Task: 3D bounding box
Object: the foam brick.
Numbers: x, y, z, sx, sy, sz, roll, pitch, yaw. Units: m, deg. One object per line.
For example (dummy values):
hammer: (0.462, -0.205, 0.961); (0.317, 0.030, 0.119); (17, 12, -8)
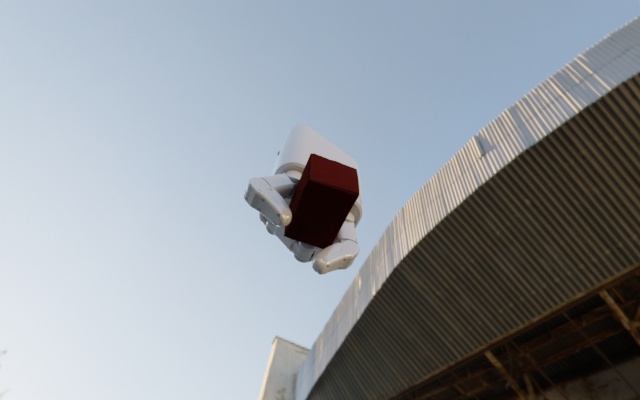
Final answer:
foam brick: (0.000, 0.001, 0.485); (0.053, 0.078, 0.051); (19, 34, -10)
